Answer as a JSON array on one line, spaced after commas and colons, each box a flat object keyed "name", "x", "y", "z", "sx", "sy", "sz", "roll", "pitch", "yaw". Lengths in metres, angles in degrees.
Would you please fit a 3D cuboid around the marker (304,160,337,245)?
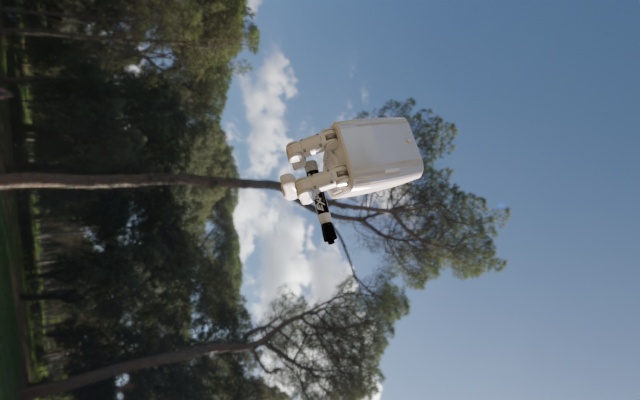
[{"name": "marker", "x": 0.000, "y": 0.002, "z": 0.653, "sx": 0.020, "sy": 0.121, "sz": 0.020, "roll": -14, "pitch": -19, "yaw": -5}]
